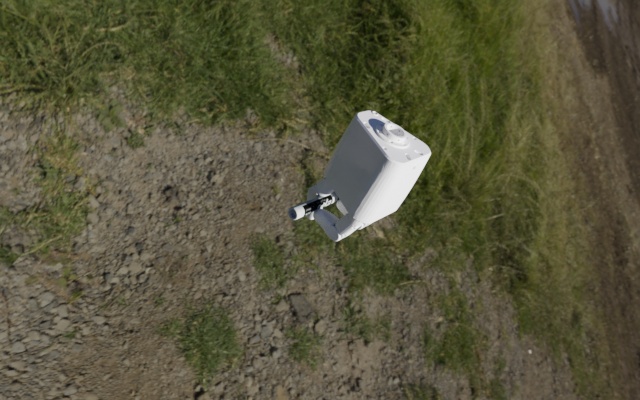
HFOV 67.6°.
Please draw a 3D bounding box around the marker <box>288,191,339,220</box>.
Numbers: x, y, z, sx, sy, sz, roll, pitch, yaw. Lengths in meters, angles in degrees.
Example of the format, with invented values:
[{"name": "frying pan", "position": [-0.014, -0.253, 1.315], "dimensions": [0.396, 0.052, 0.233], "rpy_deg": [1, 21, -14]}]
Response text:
[{"name": "marker", "position": [0.000, 0.002, 0.714], "dimensions": [0.020, 0.020, 0.121], "rpy_deg": [0, 16, 43]}]
